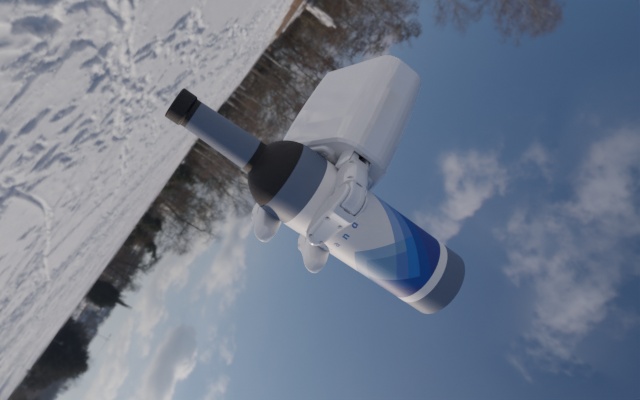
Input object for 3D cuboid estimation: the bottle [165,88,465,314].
[{"bbox_3d":[0.000,0.002,0.421,0.296,0.069,0.069,34,-12,-18],"label":"bottle"}]
